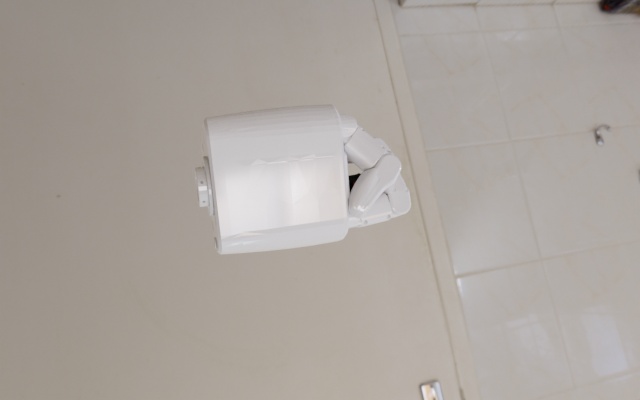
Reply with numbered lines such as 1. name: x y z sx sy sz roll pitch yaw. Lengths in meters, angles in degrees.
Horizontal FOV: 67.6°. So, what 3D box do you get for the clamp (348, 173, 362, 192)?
1. clamp: 0.000 0.002 0.505 0.120 0.039 0.171 -7 -11 -16
